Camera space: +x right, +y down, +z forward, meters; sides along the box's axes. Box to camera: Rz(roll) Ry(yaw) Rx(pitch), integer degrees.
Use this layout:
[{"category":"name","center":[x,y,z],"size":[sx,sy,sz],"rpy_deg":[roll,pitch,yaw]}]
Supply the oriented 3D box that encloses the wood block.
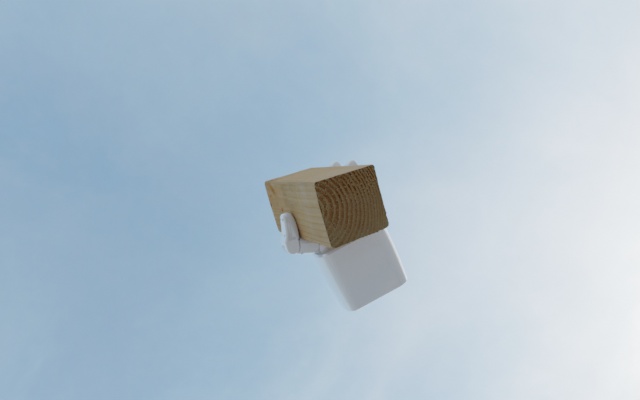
[{"category":"wood block","center":[0.000,0.003,0.702],"size":[0.091,0.090,0.206],"rpy_deg":[-19,10,-22]}]
